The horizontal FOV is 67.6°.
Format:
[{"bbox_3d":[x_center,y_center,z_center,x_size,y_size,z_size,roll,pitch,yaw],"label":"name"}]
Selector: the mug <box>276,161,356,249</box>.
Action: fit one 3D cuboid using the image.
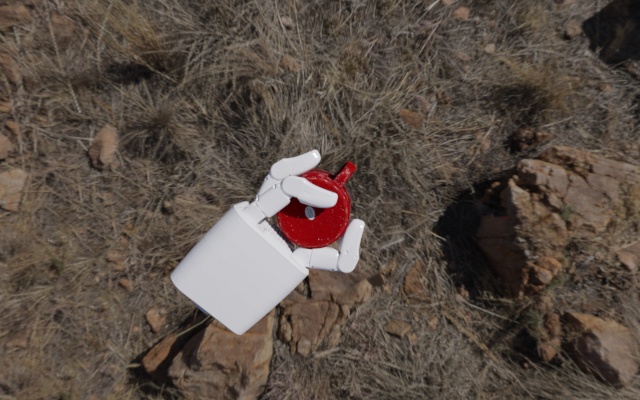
[{"bbox_3d":[0.001,0.001,0.557,0.093,0.117,0.081,44,3,-3],"label":"mug"}]
